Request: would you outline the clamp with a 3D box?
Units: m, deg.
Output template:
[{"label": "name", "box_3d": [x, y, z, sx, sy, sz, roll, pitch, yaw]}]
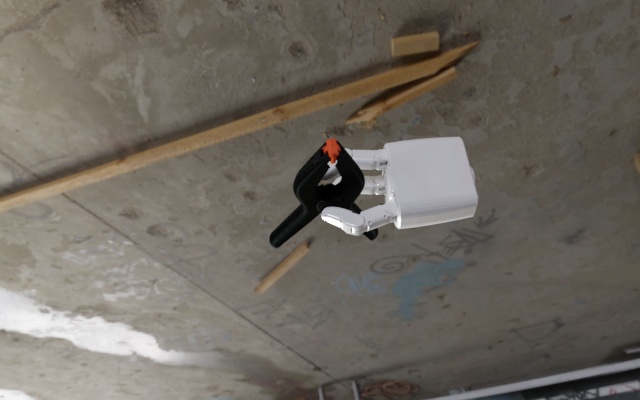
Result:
[{"label": "clamp", "box_3d": [0.000, 0.002, 0.653, 0.164, 0.036, 0.210, -9, -38, -2]}]
